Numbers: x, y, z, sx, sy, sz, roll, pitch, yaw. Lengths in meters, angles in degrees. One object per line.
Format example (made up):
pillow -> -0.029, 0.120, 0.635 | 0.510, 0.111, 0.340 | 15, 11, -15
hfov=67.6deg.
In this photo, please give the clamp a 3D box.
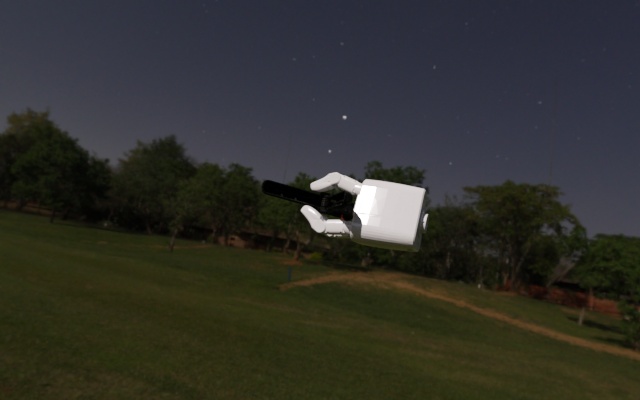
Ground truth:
clamp -> 0.001, 0.002, 0.856 | 0.164, 0.036, 0.210 | 11, -7, 19
